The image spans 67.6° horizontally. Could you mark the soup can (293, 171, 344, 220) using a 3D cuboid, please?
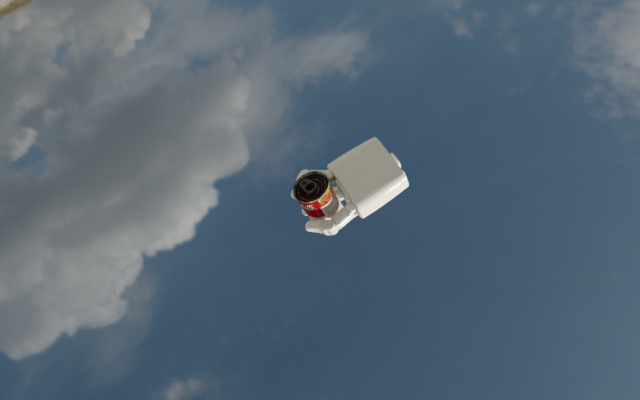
[{"bbox_3d":[0.000,0.003,0.874,0.068,0.068,0.102,0,-33,24],"label":"soup can"}]
